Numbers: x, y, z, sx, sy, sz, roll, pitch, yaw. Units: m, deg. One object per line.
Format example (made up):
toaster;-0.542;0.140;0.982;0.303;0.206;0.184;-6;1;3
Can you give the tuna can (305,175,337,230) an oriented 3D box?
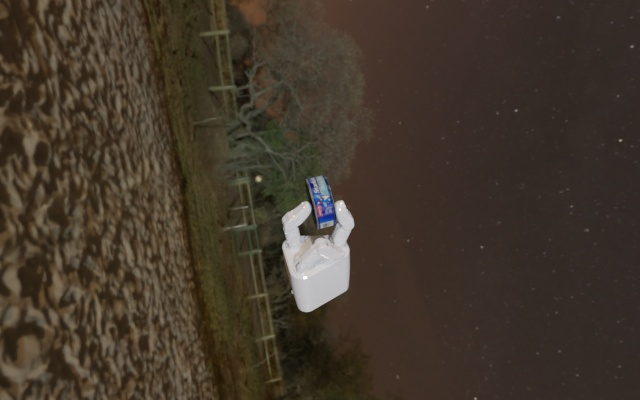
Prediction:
tuna can;0.001;0.002;0.784;0.034;0.086;0.086;-14;1;-5
